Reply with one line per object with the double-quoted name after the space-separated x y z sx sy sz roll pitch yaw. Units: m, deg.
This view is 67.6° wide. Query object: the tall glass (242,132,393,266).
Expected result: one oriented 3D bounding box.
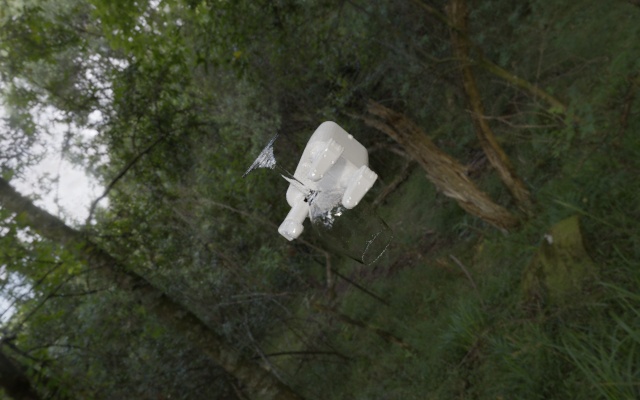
0.000 0.002 0.624 0.201 0.079 0.079 39 -9 -11 "tall glass"
